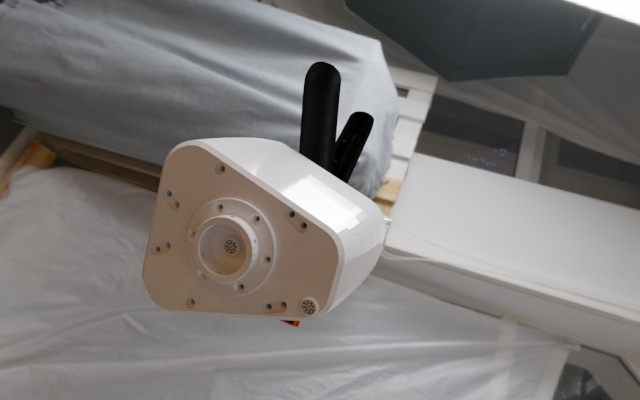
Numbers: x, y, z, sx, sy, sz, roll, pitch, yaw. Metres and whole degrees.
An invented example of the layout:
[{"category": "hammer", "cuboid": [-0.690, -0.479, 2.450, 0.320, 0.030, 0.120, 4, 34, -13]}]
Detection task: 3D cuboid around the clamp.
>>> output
[{"category": "clamp", "cuboid": [0.001, 0.002, 0.411, 0.036, 0.210, 0.164, 17, 9, 17]}]
